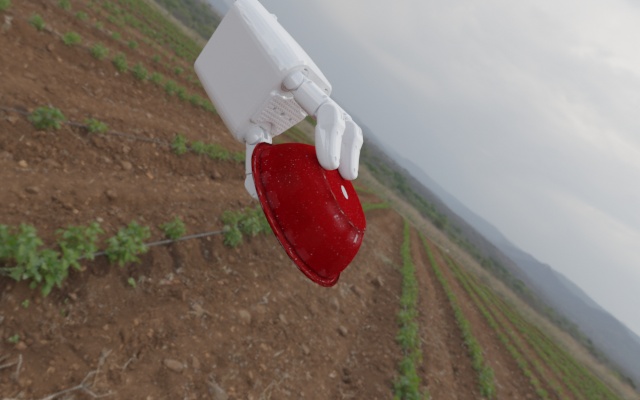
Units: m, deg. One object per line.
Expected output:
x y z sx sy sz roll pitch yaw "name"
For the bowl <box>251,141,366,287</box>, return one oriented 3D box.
0.001 0.003 0.476 0.055 0.162 0.162 -27 -8 16 "bowl"
